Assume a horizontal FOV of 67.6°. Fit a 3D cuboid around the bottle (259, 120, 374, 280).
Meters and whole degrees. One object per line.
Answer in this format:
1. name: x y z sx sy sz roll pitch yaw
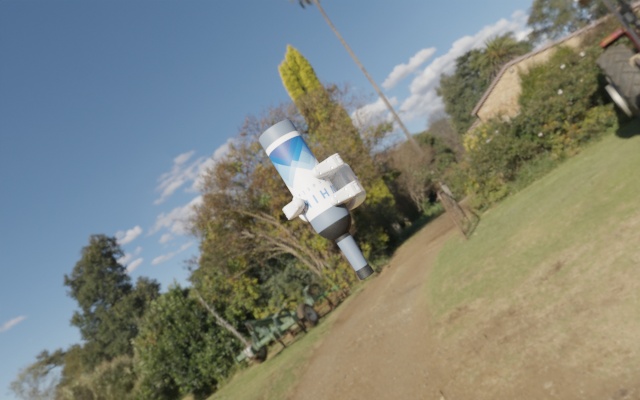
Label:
1. bottle: 0.000 0.002 0.810 0.069 0.295 0.069 -32 -6 -4
